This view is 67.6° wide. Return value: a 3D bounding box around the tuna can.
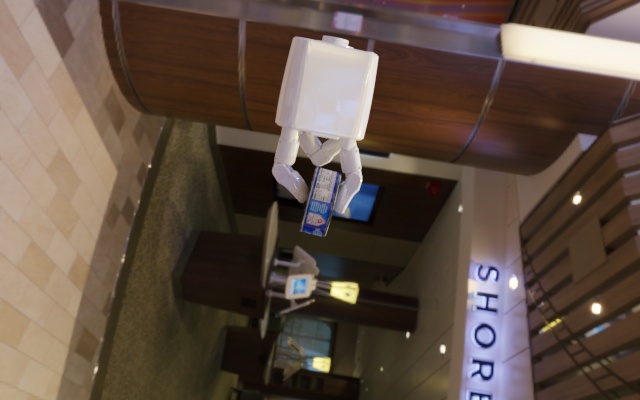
[{"bbox_3d":[0.001,0.002,0.606,0.034,0.086,0.086,14,0,0],"label":"tuna can"}]
